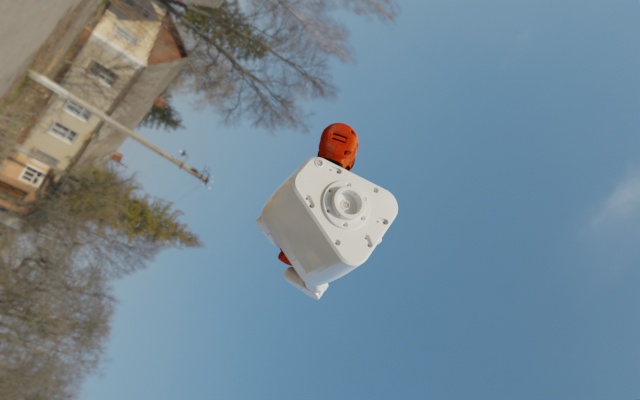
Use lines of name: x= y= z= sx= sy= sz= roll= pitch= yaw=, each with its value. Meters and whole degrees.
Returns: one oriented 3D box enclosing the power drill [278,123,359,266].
power drill: x=0.000 y=0.003 z=0.645 sx=0.057 sy=0.187 sz=0.184 roll=16 pitch=-8 yaw=4
